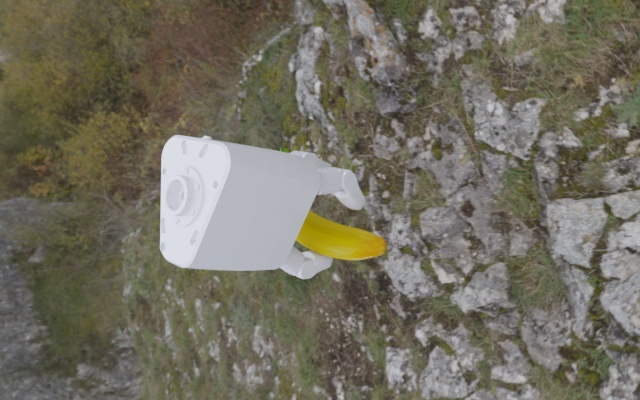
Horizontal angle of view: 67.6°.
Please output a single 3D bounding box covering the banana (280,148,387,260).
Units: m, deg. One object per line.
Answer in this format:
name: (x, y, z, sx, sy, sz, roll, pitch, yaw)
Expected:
banana: (-0.012, 0.015, 0.531, 0.037, 0.069, 0.197, 16, 23, -52)
